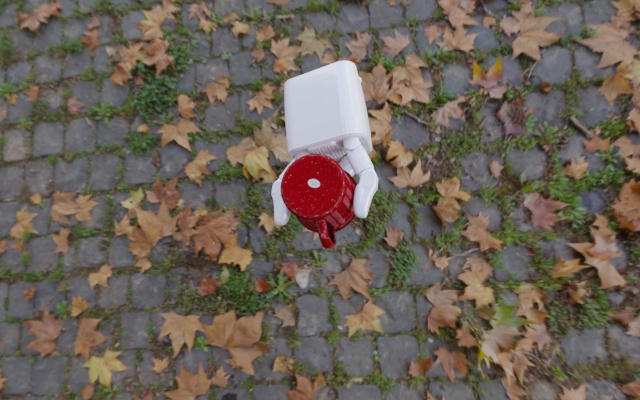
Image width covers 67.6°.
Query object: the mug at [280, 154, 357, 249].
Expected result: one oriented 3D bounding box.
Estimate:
[{"bbox_3d":[0.000,0.003,0.596,0.093,0.117,0.081,-9,-14,11],"label":"mug"}]
